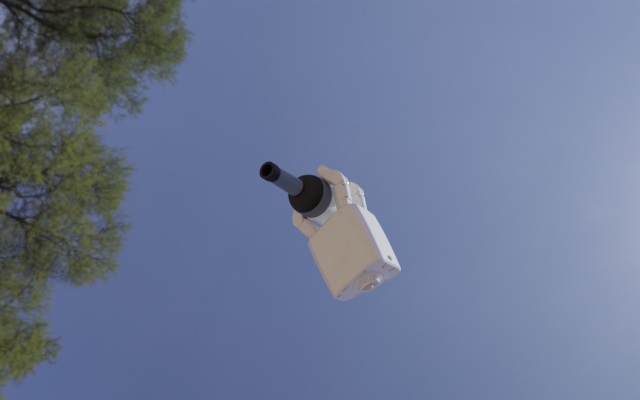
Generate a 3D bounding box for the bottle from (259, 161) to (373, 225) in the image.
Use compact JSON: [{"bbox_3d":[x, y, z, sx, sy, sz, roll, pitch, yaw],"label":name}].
[{"bbox_3d":[0.000,0.003,0.800,0.069,0.069,0.296,0,-18,34],"label":"bottle"}]
